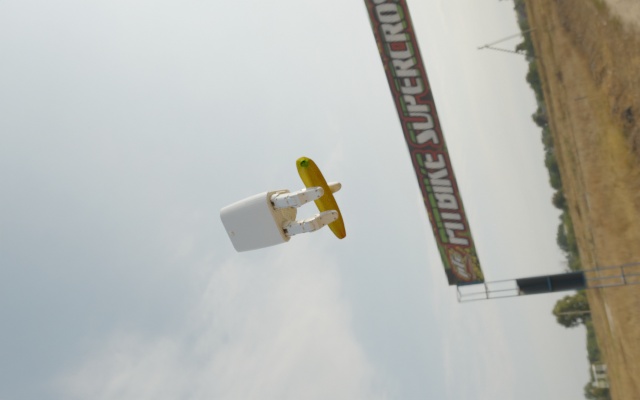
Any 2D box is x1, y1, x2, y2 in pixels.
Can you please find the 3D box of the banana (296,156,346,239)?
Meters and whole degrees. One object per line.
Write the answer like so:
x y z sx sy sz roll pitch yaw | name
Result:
-0.002 -0.012 0.854 0.037 0.198 0.069 -20 40 13 | banana
